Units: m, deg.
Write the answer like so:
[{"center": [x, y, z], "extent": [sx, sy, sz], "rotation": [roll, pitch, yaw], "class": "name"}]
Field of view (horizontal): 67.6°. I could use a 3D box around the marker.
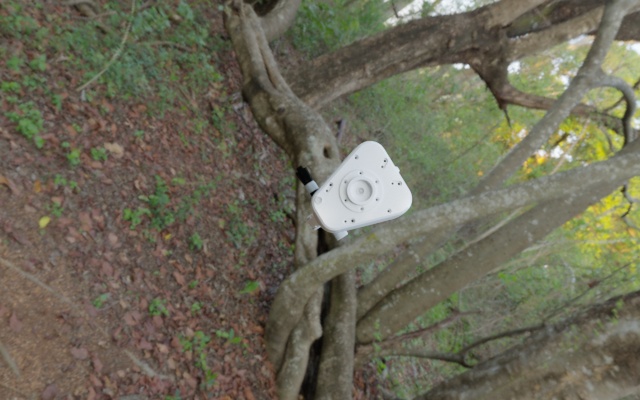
[{"center": [0.000, 0.002, 0.696], "extent": [0.020, 0.121, 0.020], "rotation": [-32, -2, -1], "class": "marker"}]
